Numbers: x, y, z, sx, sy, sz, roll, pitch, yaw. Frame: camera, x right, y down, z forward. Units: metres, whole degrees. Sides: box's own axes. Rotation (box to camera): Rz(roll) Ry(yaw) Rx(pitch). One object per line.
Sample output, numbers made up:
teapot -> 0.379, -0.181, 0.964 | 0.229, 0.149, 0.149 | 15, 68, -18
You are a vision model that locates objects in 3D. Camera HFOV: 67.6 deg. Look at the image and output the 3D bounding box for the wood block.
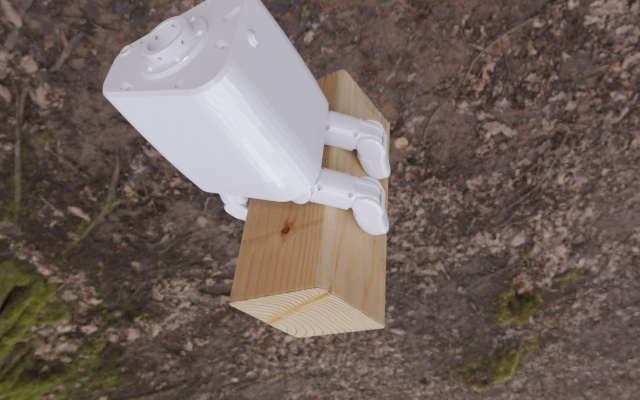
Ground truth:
wood block -> 0.000, 0.001, 0.417 | 0.091, 0.206, 0.090 | -16, -39, 33
